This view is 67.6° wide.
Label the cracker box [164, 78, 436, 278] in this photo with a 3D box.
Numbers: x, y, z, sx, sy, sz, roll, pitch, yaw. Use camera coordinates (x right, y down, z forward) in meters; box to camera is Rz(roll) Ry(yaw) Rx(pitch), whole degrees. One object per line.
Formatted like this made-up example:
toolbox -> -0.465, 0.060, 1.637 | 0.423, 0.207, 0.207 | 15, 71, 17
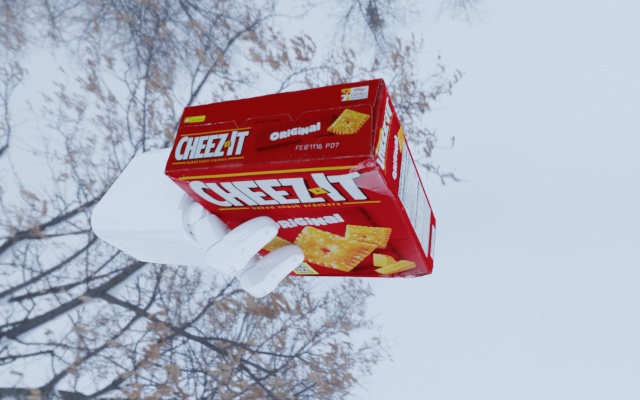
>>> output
cracker box -> 0.000, 0.001, 0.414 | 0.164, 0.072, 0.214 | -3, -29, 22
